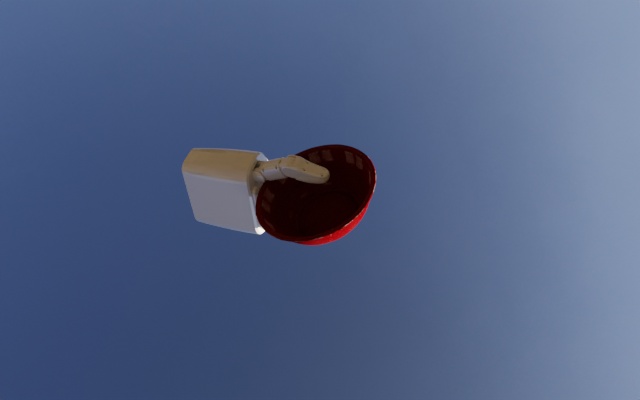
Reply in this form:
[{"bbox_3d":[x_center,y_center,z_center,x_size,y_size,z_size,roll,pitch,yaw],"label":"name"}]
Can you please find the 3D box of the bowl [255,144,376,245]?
[{"bbox_3d":[0.001,0.003,0.617,0.162,0.162,0.055,0,-40,26],"label":"bowl"}]
